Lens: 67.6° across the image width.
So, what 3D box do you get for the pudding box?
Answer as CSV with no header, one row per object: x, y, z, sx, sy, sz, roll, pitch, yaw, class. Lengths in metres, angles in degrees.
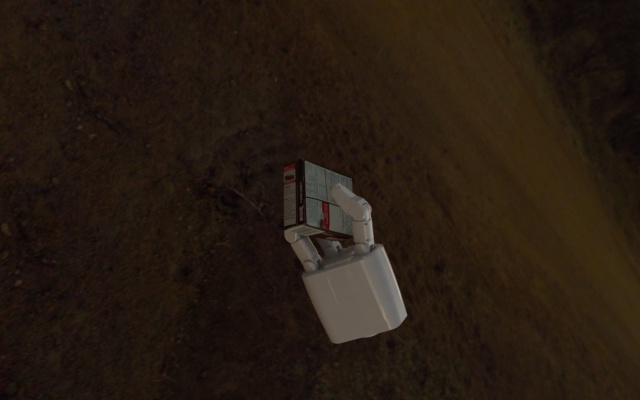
0.000,0.002,0.637,0.039,0.090,0.113,-14,-20,35,pudding box
